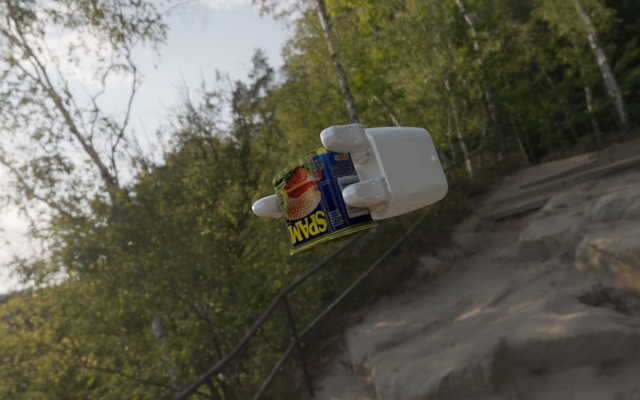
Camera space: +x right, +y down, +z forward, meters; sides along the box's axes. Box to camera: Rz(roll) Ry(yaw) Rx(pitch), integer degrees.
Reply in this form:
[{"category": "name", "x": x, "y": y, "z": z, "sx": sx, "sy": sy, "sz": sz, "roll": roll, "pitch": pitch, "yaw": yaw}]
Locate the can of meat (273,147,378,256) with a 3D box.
[{"category": "can of meat", "x": 0.000, "y": 0.001, "z": 0.478, "sx": 0.057, "sy": 0.084, "sz": 0.102, "roll": -12, "pitch": -9, "yaw": -35}]
